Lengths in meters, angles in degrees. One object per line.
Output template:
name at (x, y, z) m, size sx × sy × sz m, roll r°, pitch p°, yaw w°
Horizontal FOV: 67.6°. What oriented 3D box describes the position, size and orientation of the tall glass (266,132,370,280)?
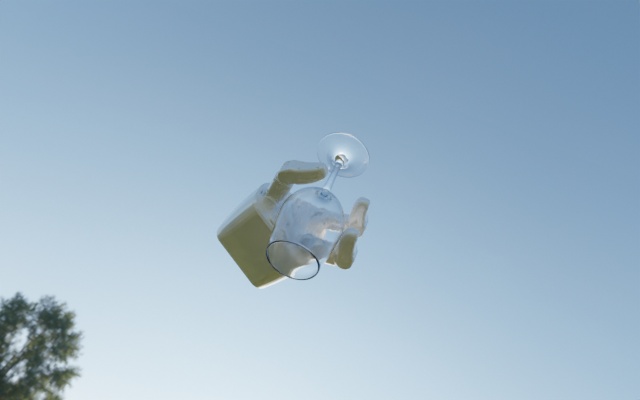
tall glass at (0.000, 0.001, 0.581) m, size 0.079 × 0.079 × 0.201 m, roll 0°, pitch 39°, yaw 23°
